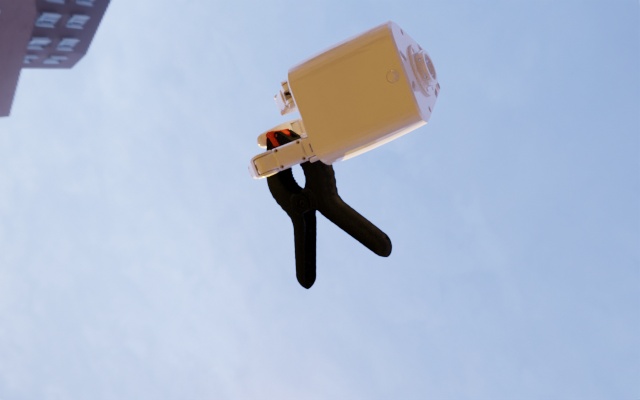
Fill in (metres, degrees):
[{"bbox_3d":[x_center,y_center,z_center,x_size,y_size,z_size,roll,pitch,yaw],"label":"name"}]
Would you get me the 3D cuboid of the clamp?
[{"bbox_3d":[0.000,0.001,0.487,0.120,0.171,0.039,-18,4,29],"label":"clamp"}]
